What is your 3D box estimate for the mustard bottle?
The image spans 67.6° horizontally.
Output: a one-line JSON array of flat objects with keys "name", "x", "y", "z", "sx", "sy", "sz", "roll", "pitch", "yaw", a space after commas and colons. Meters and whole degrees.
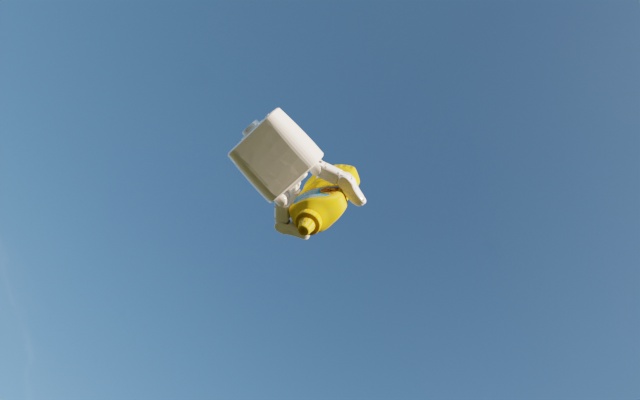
[{"name": "mustard bottle", "x": 0.000, "y": 0.003, "z": 0.787, "sx": 0.096, "sy": 0.058, "sz": 0.191, "roll": -12, "pitch": 21, "yaw": 22}]
